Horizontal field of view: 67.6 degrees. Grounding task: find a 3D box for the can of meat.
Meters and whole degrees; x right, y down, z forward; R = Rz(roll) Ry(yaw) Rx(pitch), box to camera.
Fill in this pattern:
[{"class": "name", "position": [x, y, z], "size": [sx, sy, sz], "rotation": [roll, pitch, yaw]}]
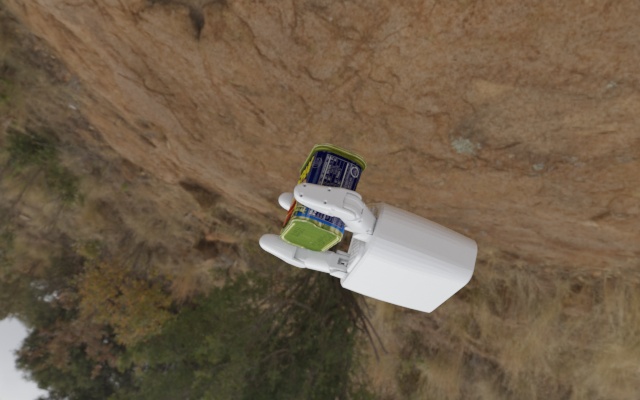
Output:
[{"class": "can of meat", "position": [0.000, 0.002, 0.494], "size": [0.057, 0.084, 0.102], "rotation": [21, -20, -8]}]
